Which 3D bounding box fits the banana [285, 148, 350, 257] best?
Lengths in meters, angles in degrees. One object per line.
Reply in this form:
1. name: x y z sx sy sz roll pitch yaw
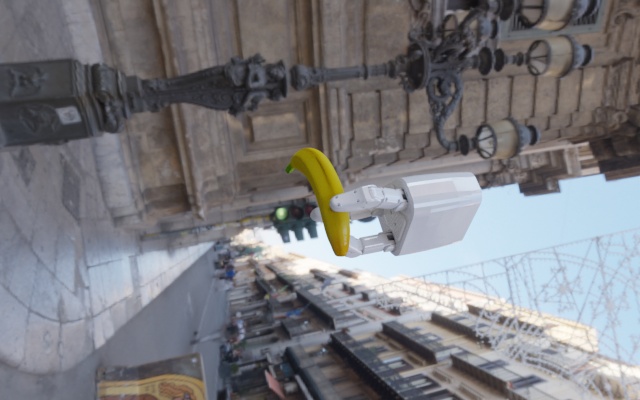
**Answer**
1. banana: 0.001 -0.015 0.622 0.037 0.070 0.197 -6 39 -21
